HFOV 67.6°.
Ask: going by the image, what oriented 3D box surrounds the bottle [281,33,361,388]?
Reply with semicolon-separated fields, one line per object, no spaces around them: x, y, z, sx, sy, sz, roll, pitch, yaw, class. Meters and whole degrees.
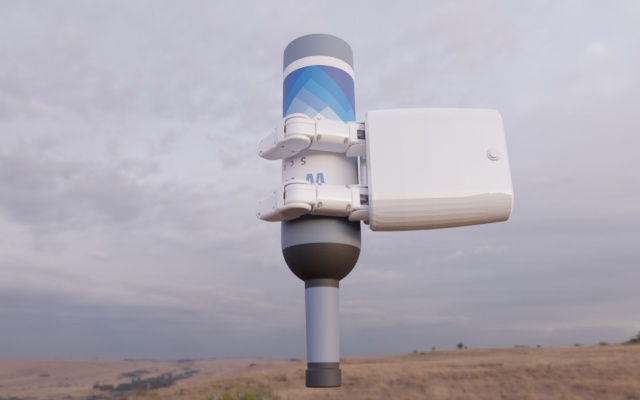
0.000;0.001;0.407;0.069;0.295;0.069;-1;-19;0;bottle
